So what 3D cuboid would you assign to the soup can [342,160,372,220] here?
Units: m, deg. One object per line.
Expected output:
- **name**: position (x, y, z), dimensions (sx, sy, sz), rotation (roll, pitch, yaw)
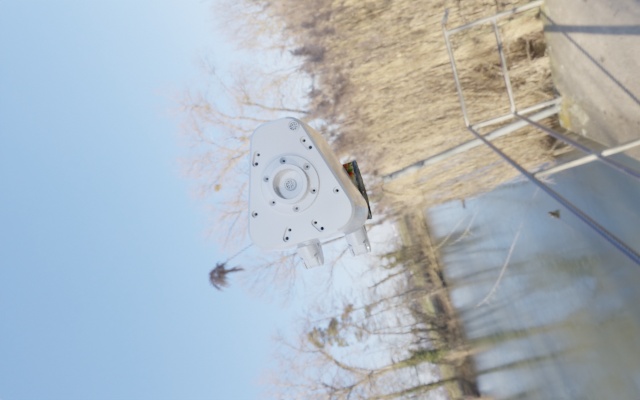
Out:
- **soup can**: position (0.000, 0.002, 0.535), dimensions (0.102, 0.068, 0.068), rotation (-16, -3, 8)
